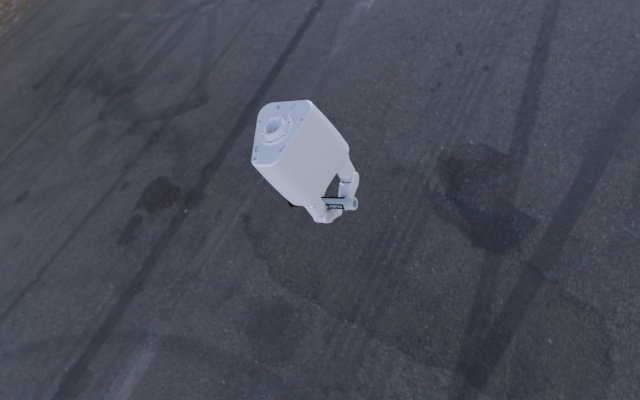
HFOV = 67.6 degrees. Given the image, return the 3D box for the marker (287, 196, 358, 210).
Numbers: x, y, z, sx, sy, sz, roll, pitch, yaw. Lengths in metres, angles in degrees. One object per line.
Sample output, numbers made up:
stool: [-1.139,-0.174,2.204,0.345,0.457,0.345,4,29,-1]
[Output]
marker: [0.000,0.002,0.729,0.121,0.020,0.020,3,1,33]
